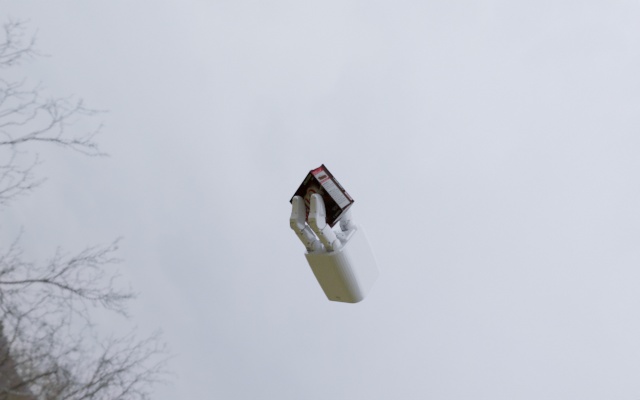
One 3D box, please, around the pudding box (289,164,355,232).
[{"bbox_3d":[0.000,0.003,0.838,0.039,0.090,0.113,-33,-11,-38],"label":"pudding box"}]
